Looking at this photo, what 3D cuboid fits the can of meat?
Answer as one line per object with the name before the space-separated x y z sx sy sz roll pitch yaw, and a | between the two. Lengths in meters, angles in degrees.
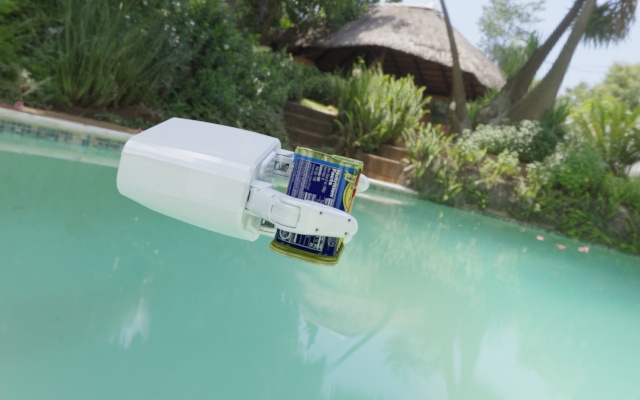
can of meat | 0.000 0.001 0.409 0.057 0.084 0.102 15 6 6
